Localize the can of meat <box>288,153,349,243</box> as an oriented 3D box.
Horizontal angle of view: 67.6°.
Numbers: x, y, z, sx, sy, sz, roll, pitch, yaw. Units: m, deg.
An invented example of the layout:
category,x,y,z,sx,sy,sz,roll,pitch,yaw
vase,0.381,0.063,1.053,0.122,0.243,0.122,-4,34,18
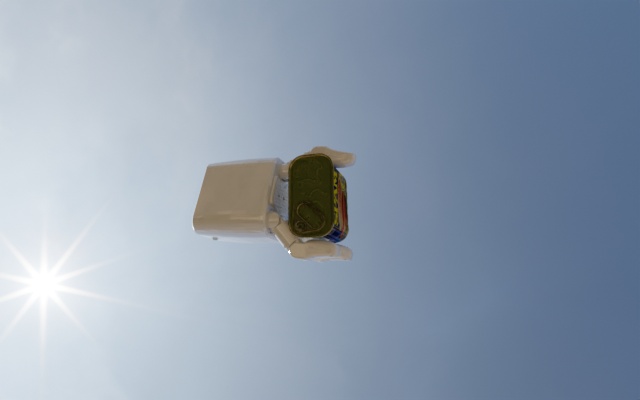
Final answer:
category,x,y,z,sx,sy,sz,roll,pitch,yaw
can of meat,0.000,0.002,0.604,0.057,0.102,0.084,-5,-13,16
